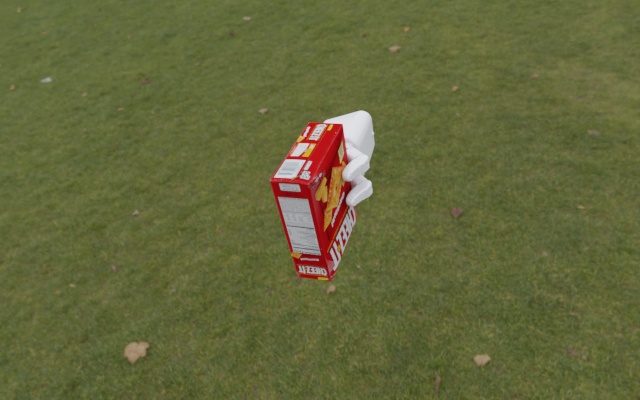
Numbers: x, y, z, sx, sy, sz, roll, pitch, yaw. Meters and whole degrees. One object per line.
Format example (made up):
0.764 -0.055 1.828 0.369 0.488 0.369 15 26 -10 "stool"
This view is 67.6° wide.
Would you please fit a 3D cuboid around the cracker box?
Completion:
0.000 0.002 0.799 0.072 0.214 0.164 5 42 21 "cracker box"
